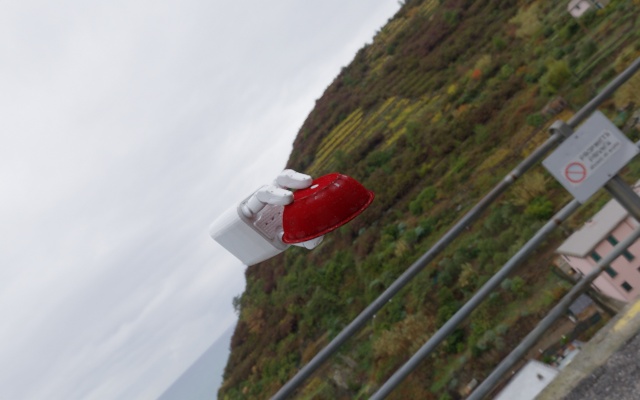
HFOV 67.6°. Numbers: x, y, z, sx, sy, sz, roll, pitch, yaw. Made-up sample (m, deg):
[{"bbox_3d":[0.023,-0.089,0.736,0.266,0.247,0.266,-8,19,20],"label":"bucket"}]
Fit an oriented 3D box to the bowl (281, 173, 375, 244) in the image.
[{"bbox_3d":[0.001,0.002,0.739,0.162,0.055,0.162,-25,13,6],"label":"bowl"}]
